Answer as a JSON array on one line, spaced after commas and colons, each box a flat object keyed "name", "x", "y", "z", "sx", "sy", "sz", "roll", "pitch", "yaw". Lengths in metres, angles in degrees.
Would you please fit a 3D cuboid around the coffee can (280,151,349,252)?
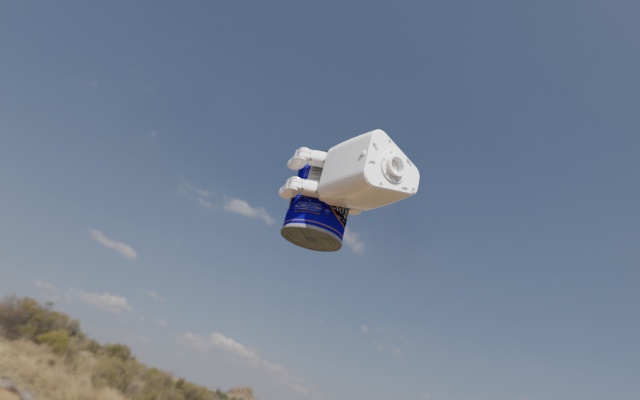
[{"name": "coffee can", "x": 0.000, "y": 0.003, "z": 0.802, "sx": 0.103, "sy": 0.140, "sz": 0.103, "roll": 12, "pitch": -23, "yaw": 5}]
